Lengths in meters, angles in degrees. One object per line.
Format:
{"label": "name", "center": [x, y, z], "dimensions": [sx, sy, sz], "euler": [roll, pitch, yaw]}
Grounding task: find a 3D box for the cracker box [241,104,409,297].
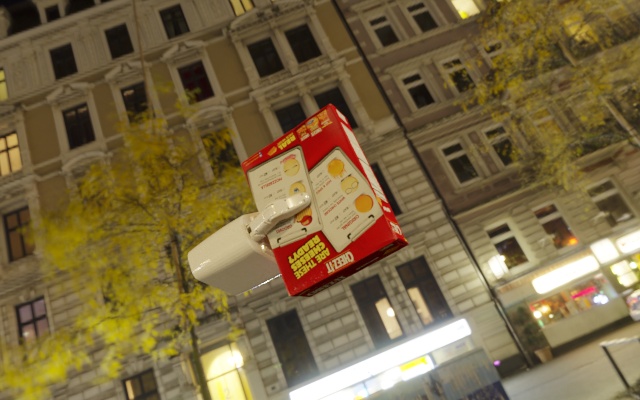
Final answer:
{"label": "cracker box", "center": [0.000, 0.002, 0.662], "dimensions": [0.164, 0.213, 0.072], "euler": [-31, -23, 18]}
